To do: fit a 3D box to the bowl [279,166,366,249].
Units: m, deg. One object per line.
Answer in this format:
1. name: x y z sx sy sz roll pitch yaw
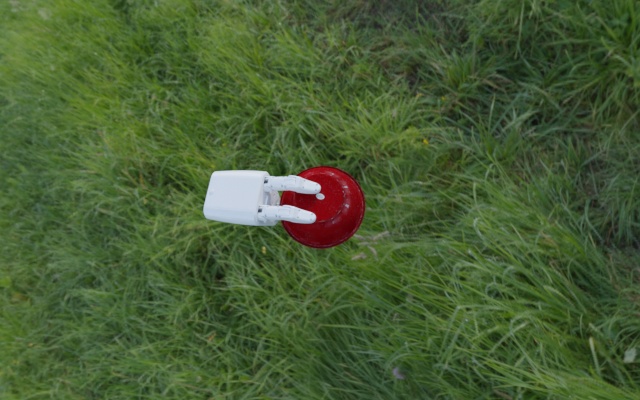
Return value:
1. bowl: 0.001 0.003 0.861 0.162 0.162 0.055 0 -18 6
